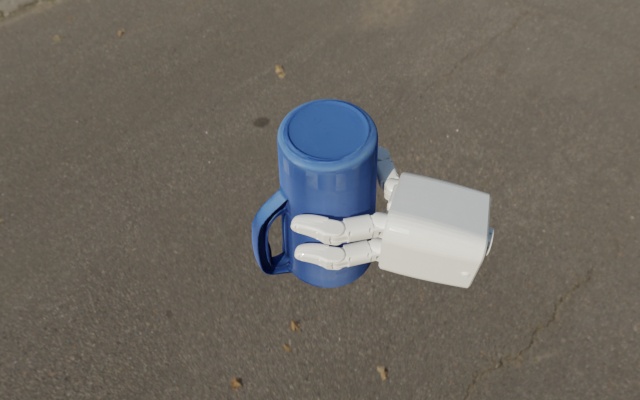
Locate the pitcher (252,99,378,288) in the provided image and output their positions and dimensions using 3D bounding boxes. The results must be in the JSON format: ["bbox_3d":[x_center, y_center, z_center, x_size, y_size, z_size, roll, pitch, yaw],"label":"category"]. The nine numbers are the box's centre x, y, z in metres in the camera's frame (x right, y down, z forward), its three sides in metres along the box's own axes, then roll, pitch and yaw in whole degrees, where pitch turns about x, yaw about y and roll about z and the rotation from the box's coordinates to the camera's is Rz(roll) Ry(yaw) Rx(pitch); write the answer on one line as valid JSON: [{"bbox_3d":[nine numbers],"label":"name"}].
[{"bbox_3d":[0.000,0.002,0.592,0.145,0.149,0.243,14,-35,12],"label":"pitcher"}]
